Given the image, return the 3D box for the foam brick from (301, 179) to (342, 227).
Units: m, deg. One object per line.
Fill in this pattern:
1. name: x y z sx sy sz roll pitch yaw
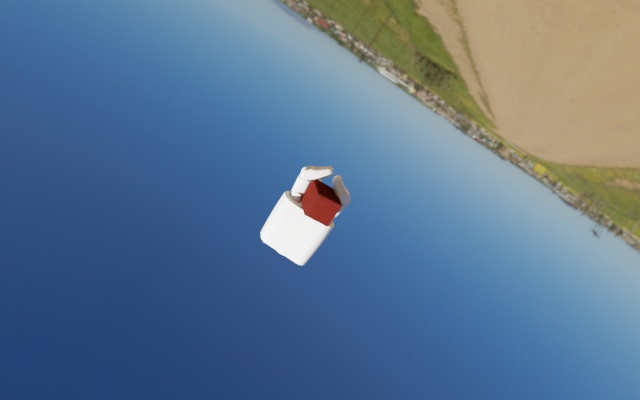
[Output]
1. foam brick: 0.000 0.003 0.897 0.053 0.051 0.078 29 17 -19
